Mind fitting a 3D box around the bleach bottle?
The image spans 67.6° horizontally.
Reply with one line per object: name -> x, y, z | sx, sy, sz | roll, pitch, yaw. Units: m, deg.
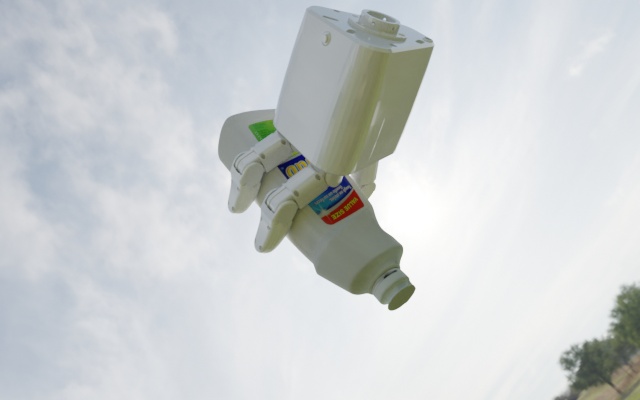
bleach bottle -> 0.000, 0.001, 0.451 | 0.102, 0.068, 0.250 | -12, 44, -37
